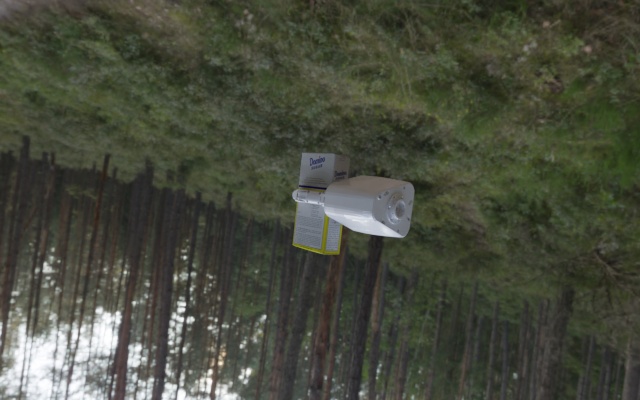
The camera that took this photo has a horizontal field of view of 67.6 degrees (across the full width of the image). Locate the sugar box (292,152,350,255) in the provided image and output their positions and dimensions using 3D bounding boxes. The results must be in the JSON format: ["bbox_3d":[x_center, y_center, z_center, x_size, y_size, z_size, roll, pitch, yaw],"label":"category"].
[{"bbox_3d":[0.001,0.003,0.863,0.048,0.176,0.093,8,1,-42],"label":"sugar box"}]
